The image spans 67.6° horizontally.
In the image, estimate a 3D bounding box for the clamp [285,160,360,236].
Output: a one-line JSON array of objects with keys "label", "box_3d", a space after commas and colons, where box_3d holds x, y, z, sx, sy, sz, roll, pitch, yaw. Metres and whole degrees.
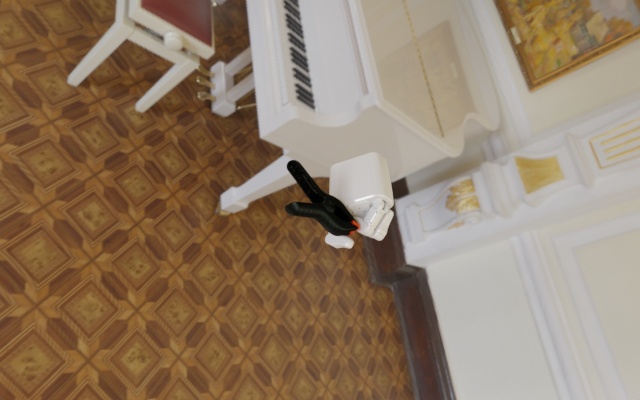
[{"label": "clamp", "box_3d": [0.001, 0.003, 0.825, 0.039, 0.120, 0.171, -28, -42, 31]}]
